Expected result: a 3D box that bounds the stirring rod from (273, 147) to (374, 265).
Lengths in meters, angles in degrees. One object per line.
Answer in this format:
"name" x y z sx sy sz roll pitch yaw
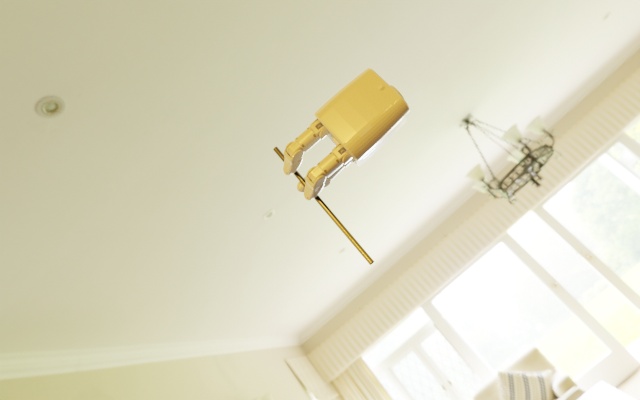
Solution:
"stirring rod" 0.000 0.002 0.709 0.011 0.239 0.011 -33 -24 -17
